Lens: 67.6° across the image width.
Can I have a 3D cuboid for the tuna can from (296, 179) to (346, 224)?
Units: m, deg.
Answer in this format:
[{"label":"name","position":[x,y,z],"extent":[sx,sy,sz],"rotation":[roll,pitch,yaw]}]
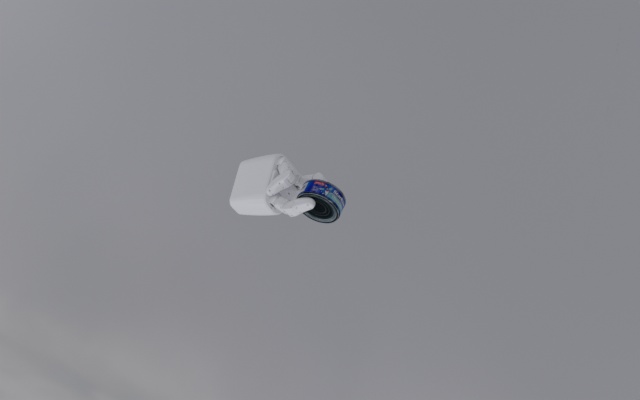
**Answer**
[{"label":"tuna can","position":[0.000,0.003,0.860],"extent":[0.086,0.033,0.086],"rotation":[17,-36,13]}]
